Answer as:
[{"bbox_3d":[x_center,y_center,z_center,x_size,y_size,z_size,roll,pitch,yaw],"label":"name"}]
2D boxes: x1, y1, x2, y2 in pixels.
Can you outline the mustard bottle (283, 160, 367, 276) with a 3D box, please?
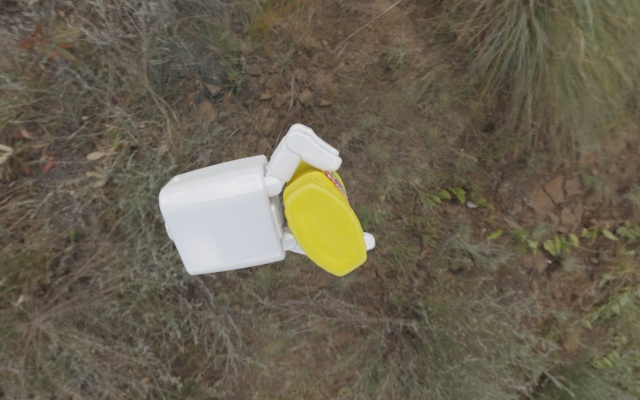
[{"bbox_3d":[0.000,0.002,0.514,0.058,0.096,0.191,-35,15,7],"label":"mustard bottle"}]
